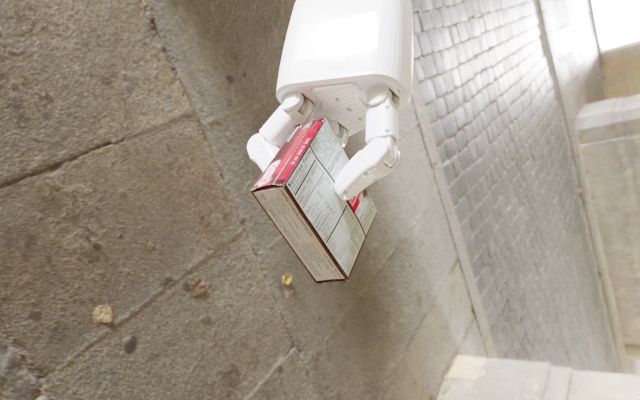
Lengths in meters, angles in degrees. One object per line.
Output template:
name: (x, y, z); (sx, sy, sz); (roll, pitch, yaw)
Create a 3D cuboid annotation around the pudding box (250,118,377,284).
pudding box: (0.000, 0.001, 0.408); (0.039, 0.113, 0.090); (-9, 36, 37)
